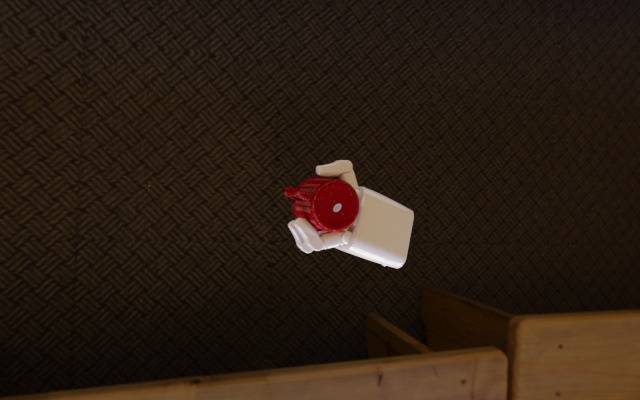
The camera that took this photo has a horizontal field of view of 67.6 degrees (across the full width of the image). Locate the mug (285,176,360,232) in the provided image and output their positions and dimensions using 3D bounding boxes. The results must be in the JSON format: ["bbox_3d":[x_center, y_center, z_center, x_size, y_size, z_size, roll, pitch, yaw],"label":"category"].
[{"bbox_3d":[-0.001,0.002,0.752,0.117,0.093,0.081,22,-6,-20],"label":"mug"}]
